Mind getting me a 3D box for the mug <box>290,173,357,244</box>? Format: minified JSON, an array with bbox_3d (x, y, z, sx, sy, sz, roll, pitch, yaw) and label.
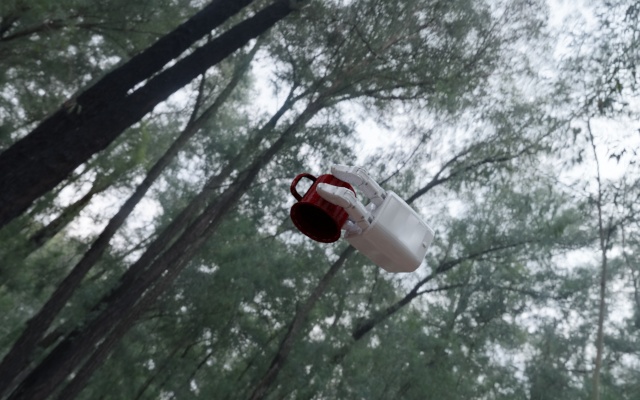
[{"bbox_3d":[-0.001,0.002,0.789,0.117,0.081,0.093,42,-37,-10],"label":"mug"}]
